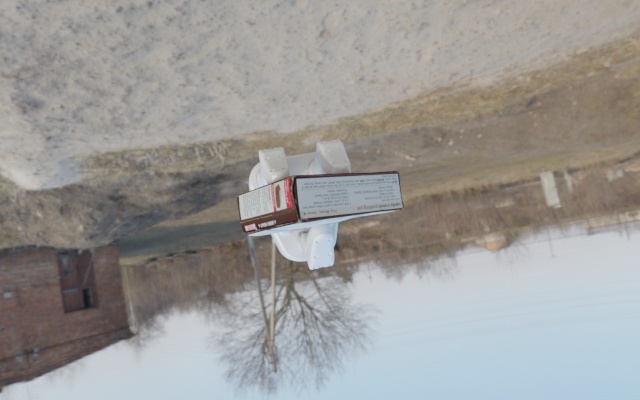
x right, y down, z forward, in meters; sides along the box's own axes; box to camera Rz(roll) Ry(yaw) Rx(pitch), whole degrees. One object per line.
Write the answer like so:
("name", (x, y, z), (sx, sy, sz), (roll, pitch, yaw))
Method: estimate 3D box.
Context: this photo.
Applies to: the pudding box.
("pudding box", (0.000, 0.002, 0.405), (0.113, 0.039, 0.090), (-7, -5, -38))
